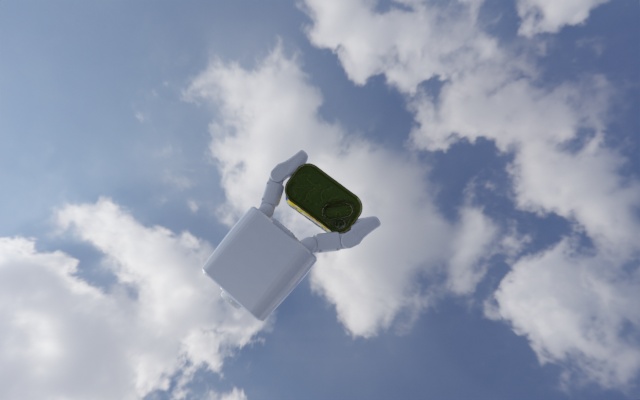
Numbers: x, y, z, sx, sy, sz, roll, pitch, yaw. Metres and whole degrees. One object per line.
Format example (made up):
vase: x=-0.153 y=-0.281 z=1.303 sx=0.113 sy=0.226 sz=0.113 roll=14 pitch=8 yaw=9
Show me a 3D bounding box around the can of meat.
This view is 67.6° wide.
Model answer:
can of meat: x=0.000 y=0.002 z=0.651 sx=0.102 sy=0.057 sz=0.084 roll=36 pitch=-9 yaw=-1
